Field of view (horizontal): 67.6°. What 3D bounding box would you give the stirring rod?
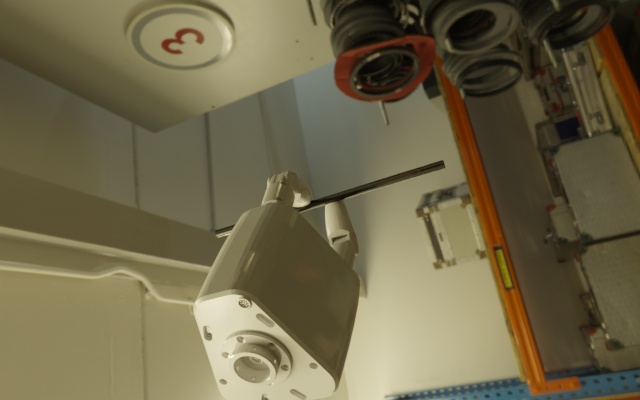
[{"bbox_3d":[0.000,0.001,0.458,0.239,0.011,0.011,-17,-6,20],"label":"stirring rod"}]
